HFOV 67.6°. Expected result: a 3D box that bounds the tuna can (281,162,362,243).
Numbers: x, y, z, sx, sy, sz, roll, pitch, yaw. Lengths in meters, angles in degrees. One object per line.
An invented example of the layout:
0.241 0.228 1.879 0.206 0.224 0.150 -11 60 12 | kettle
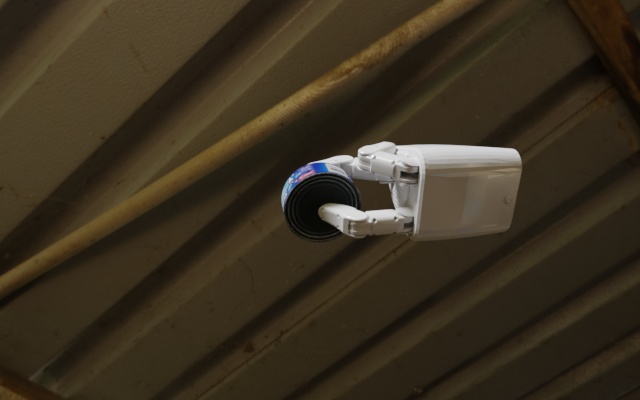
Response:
0.000 0.001 0.529 0.086 0.086 0.033 0 28 -12 | tuna can
